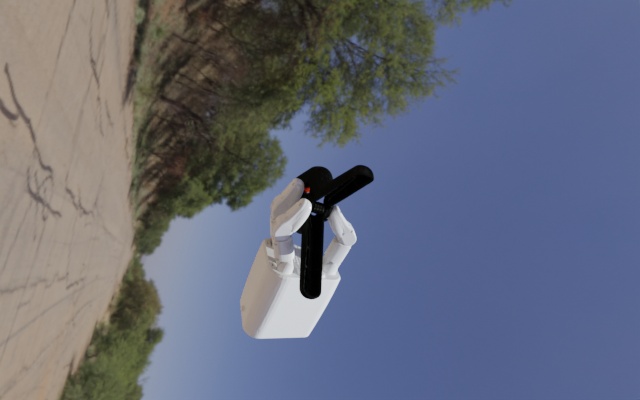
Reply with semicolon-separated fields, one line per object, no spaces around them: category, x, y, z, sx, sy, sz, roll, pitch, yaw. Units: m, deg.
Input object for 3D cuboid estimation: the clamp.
clamp;0.001;0.002;0.606;0.036;0.164;0.210;20;19;-21
